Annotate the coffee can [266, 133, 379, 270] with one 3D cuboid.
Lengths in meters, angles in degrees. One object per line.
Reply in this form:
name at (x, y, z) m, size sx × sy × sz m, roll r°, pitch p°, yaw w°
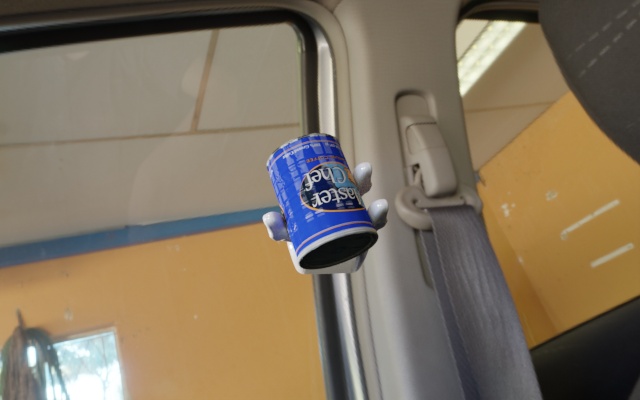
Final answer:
coffee can at (0.000, 0.002, 0.601) m, size 0.103 × 0.140 × 0.103 m, roll -17°, pitch -24°, yaw -8°
